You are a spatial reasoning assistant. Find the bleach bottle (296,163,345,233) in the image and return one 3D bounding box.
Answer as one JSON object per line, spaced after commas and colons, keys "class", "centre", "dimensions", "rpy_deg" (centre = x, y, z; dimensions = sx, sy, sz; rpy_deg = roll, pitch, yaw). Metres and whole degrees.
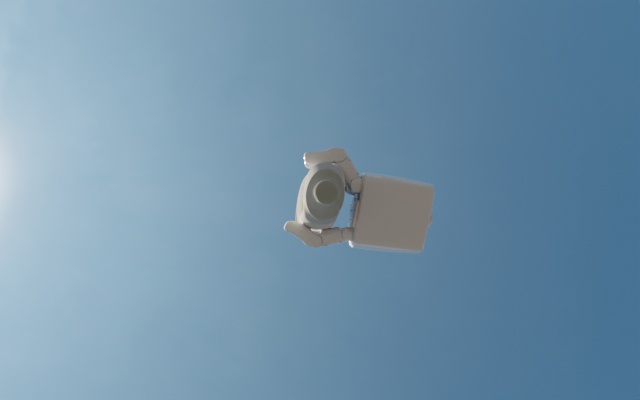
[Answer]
{"class": "bleach bottle", "centre": [0.000, 0.002, 0.695], "dimensions": [0.068, 0.102, 0.251], "rpy_deg": [7, -2, -3]}
